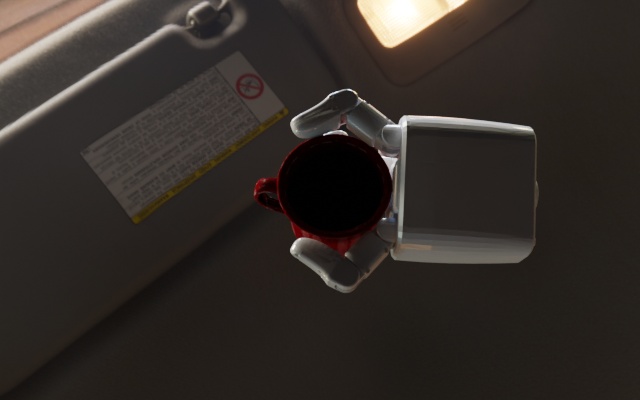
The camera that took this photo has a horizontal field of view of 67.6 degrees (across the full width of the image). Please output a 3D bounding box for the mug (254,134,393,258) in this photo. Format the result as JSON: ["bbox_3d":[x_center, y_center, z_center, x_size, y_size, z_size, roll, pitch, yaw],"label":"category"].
[{"bbox_3d":[-0.001,0.001,0.421,0.117,0.093,0.081,4,-23,3],"label":"mug"}]
